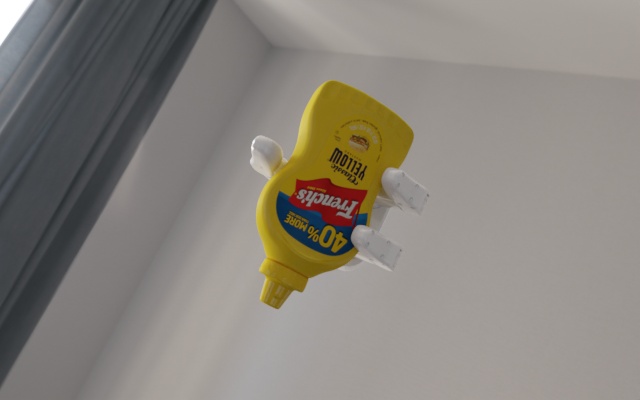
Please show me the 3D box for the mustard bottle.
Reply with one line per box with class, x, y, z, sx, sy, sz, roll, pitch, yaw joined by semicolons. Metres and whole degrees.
mustard bottle;0.000;0.001;0.407;0.096;0.191;0.058;30;-11;-16
